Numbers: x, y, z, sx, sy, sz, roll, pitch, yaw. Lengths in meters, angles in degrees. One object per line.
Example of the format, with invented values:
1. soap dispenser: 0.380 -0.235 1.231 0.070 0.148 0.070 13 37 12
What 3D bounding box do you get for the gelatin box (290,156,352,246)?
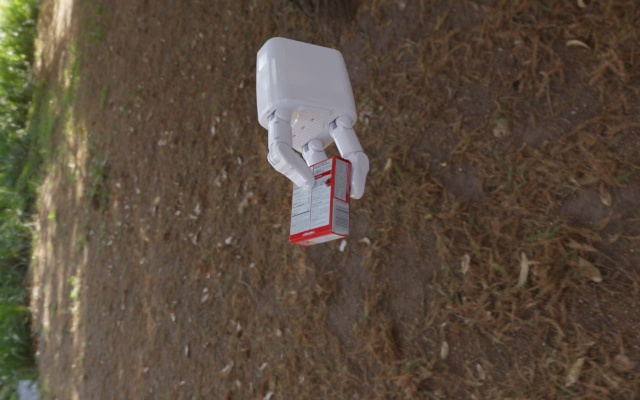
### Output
1. gelatin box: 0.000 0.002 0.538 0.030 0.089 0.073 18 -24 -37
